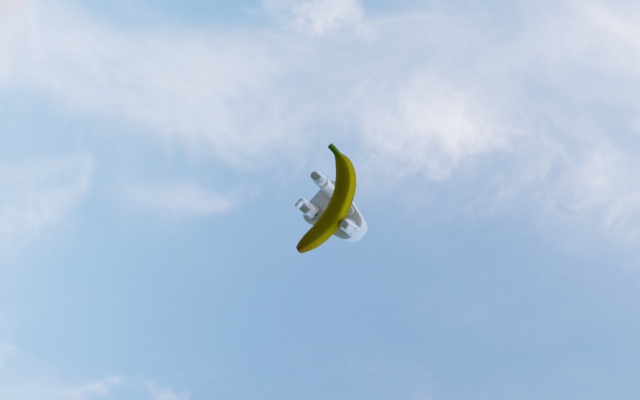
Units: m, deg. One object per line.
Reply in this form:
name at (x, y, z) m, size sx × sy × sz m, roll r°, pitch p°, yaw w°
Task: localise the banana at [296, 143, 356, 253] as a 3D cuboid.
banana at (0.019, 0.005, 0.829) m, size 0.069 × 0.198 × 0.037 m, roll 17°, pitch -3°, yaw 8°
